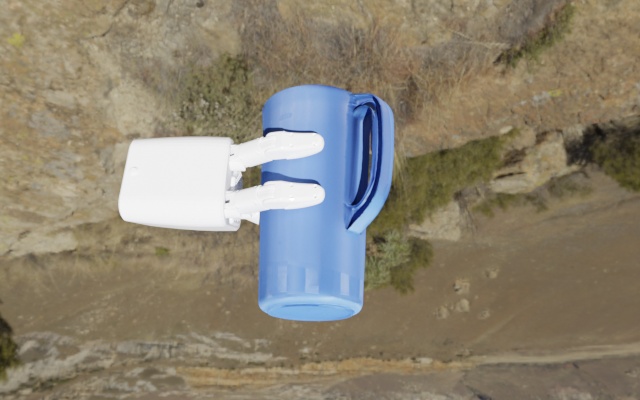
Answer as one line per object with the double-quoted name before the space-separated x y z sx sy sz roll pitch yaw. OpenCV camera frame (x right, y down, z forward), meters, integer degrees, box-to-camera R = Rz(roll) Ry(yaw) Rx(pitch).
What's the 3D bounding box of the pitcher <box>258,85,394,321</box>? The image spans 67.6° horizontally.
"pitcher" 0.000 0.002 0.527 0.145 0.242 0.149 2 -23 -2
